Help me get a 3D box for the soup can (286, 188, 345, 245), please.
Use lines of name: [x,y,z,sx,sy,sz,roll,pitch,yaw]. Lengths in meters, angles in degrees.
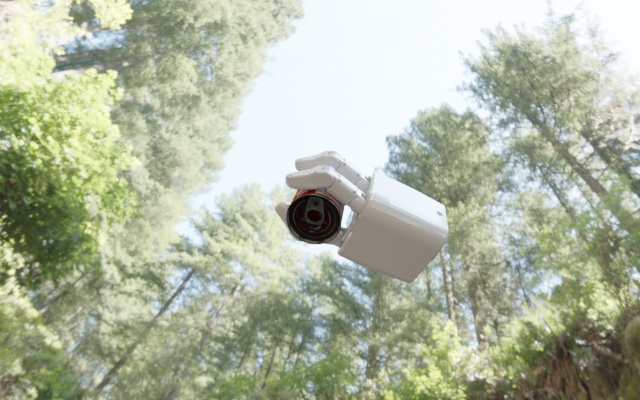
soup can: [0.000,0.002,0.614,0.068,0.068,0.102,0,25,10]
